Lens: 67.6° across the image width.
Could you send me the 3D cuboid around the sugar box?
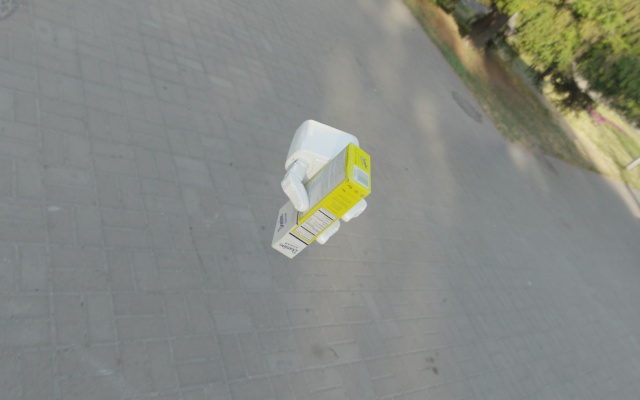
[{"bbox_3d":[0.001,0.002,0.710,0.048,0.093,0.176,33,-55,-19],"label":"sugar box"}]
